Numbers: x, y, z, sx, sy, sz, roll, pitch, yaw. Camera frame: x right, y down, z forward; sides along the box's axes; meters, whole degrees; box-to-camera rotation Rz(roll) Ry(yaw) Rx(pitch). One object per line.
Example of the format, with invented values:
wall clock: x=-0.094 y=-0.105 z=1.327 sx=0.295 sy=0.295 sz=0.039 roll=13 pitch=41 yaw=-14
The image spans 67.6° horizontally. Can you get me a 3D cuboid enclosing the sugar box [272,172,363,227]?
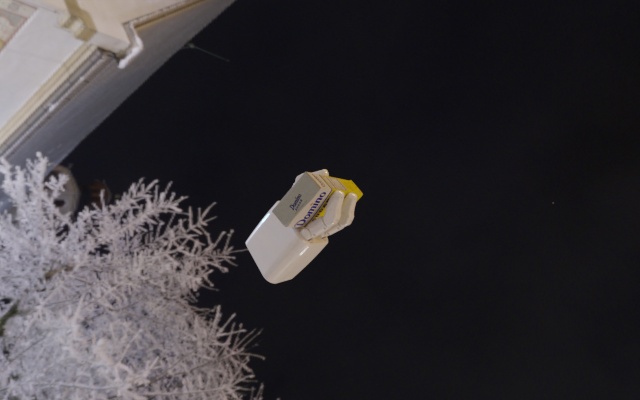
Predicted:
sugar box: x=0.000 y=0.003 z=0.835 sx=0.048 sy=0.093 sz=0.176 roll=48 pitch=19 yaw=18
